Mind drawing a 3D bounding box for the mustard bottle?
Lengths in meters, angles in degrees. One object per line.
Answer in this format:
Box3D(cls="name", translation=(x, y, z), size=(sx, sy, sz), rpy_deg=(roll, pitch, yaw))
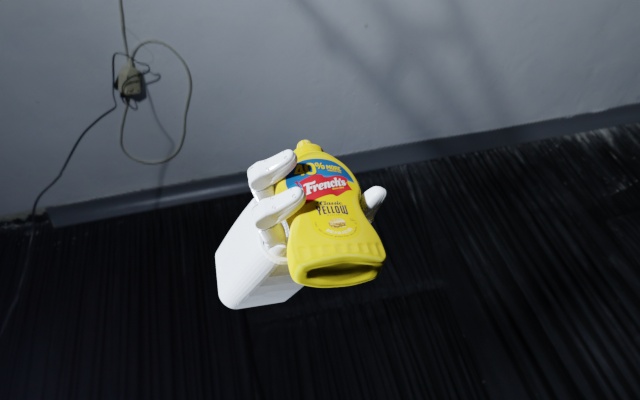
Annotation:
Box3D(cls="mustard bottle", translation=(0.000, 0.002, 0.527), size=(0.096, 0.191, 0.058), rpy_deg=(-2, -43, -16))
